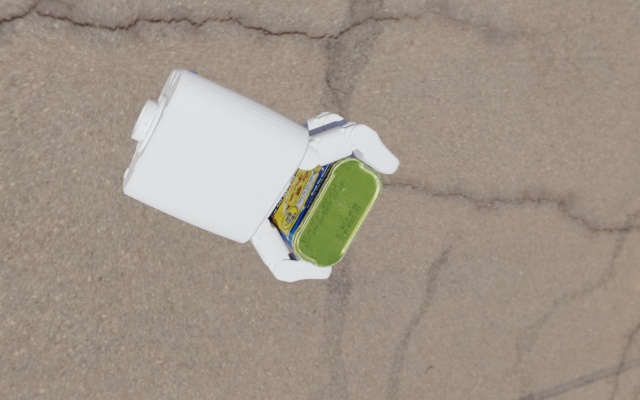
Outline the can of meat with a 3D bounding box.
[{"bbox_3d":[0.000,0.002,0.436,0.057,0.102,0.084,28,3,-27],"label":"can of meat"}]
